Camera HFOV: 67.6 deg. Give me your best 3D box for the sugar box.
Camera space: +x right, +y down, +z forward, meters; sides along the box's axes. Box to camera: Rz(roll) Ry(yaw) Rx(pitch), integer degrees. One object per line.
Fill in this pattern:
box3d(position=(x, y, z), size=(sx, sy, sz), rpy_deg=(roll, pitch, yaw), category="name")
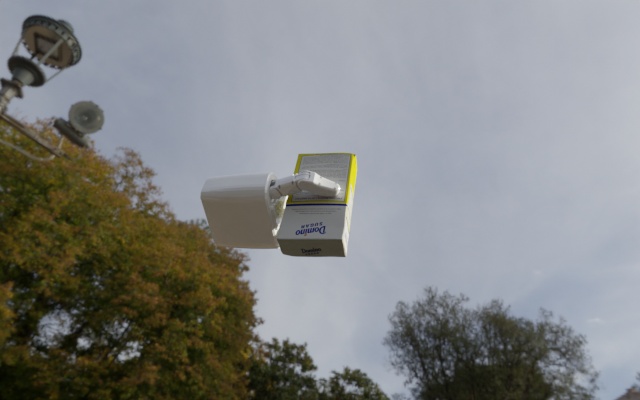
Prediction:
box3d(position=(0.000, 0.003, 0.701), size=(0.093, 0.176, 0.048), rpy_deg=(0, -41, 12), category="sugar box")
